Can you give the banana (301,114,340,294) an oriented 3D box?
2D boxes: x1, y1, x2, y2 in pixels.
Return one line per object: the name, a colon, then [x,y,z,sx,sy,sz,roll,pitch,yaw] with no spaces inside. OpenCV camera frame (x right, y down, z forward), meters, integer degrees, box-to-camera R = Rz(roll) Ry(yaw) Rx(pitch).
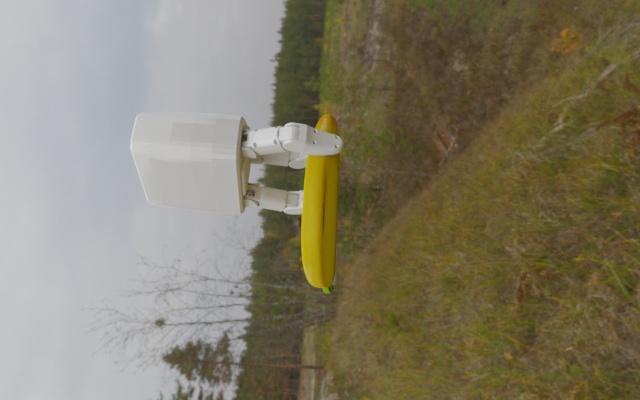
banana: [0.000,0.006,0.497,0.037,0.198,0.069,2,3,0]
